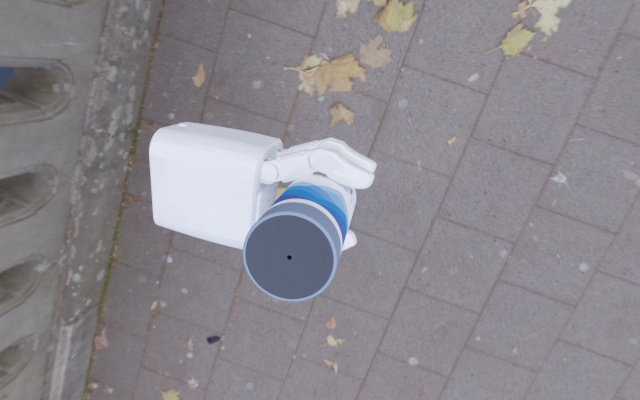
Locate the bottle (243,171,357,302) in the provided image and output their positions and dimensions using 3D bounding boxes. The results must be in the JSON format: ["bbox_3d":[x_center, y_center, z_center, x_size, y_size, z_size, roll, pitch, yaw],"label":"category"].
[{"bbox_3d":[0.000,0.002,0.466,0.069,0.069,0.295,0,15,9],"label":"bottle"}]
